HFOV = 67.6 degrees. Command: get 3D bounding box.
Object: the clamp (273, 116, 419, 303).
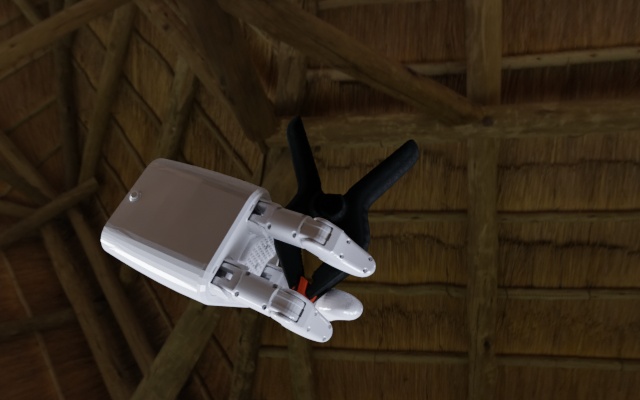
[{"bbox_3d":[0.000,0.002,0.406,0.120,0.171,0.039,19,-24,20],"label":"clamp"}]
